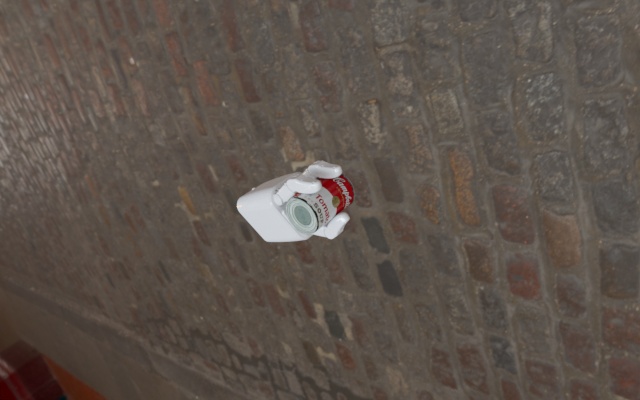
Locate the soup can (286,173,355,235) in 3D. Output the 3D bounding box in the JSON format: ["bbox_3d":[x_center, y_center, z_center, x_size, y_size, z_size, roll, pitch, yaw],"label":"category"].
[{"bbox_3d":[0.000,0.003,0.779,0.068,0.068,0.102,0,26,43],"label":"soup can"}]
